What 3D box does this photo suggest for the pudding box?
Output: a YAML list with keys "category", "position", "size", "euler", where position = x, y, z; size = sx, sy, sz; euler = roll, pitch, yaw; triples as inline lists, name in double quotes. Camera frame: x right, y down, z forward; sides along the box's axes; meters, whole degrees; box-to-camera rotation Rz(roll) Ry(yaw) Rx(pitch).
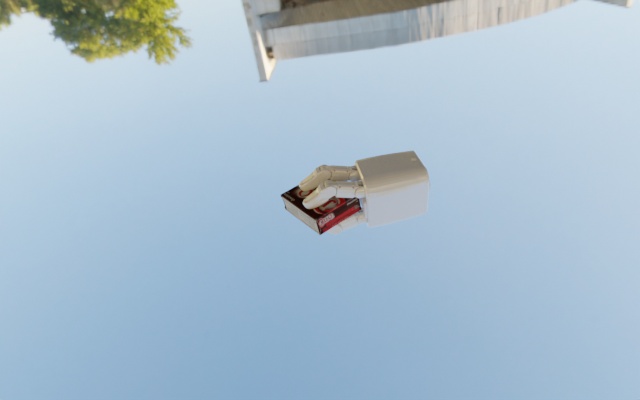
- category: "pudding box"
  position: [0.000, 0.003, 0.811]
  size: [0.090, 0.039, 0.113]
  euler: [-30, 35, -24]
